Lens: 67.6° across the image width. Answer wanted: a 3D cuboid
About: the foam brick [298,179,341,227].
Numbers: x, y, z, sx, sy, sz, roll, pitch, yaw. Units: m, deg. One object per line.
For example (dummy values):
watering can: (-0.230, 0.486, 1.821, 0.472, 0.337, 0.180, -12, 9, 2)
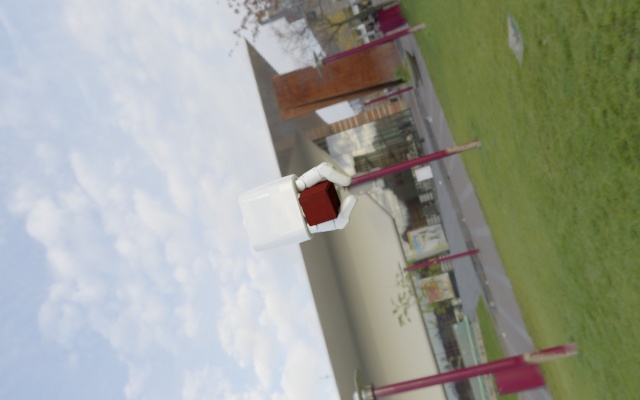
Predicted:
foam brick: (0.000, 0.003, 0.804, 0.051, 0.053, 0.078, -18, 13, 12)
